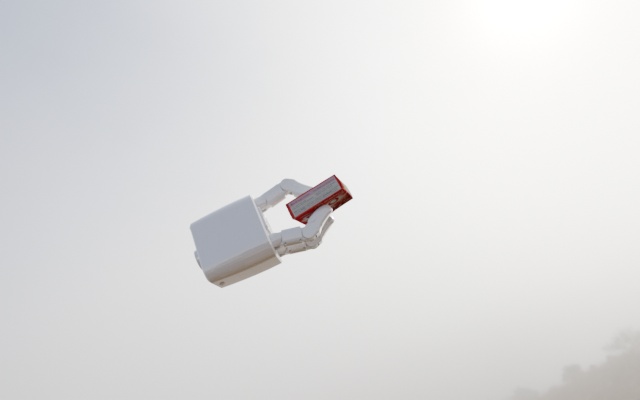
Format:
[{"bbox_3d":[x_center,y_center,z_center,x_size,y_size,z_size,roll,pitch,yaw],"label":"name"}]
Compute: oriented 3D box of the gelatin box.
[{"bbox_3d":[0.000,0.002,0.726,0.089,0.030,0.073,-32,-18,7],"label":"gelatin box"}]
